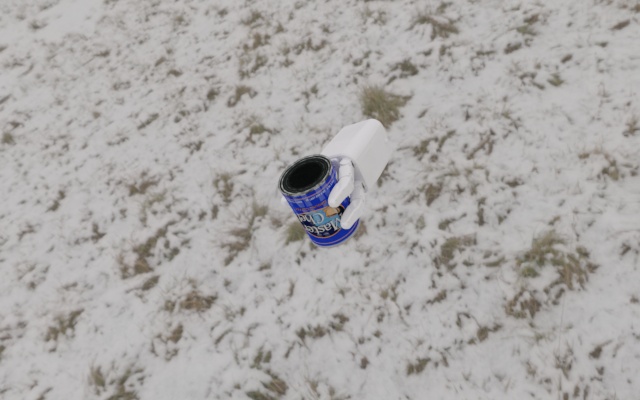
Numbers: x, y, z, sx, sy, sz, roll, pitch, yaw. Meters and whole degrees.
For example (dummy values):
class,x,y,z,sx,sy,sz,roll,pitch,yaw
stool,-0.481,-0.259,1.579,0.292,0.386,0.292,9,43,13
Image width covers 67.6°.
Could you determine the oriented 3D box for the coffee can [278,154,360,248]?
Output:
class,x,y,z,sx,sy,sz,roll,pitch,yaw
coffee can,0.000,0.003,0.857,0.103,0.102,0.140,0,-43,33
